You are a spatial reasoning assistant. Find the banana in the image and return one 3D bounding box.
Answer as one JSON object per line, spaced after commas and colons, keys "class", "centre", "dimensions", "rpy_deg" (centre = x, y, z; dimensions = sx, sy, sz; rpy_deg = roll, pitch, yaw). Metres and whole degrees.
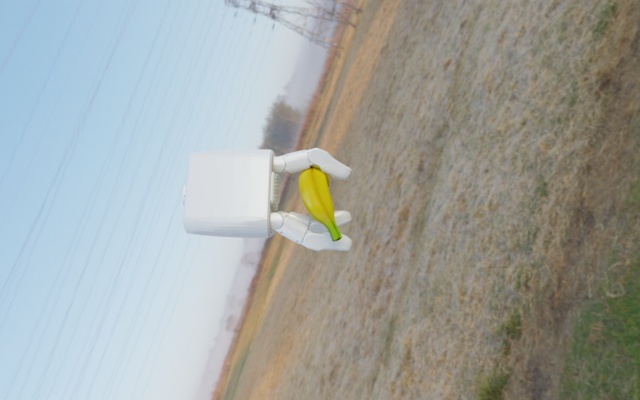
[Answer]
{"class": "banana", "centre": [-0.005, -0.013, 0.630], "dimensions": [0.037, 0.070, 0.197], "rpy_deg": [-16, 21, 4]}
